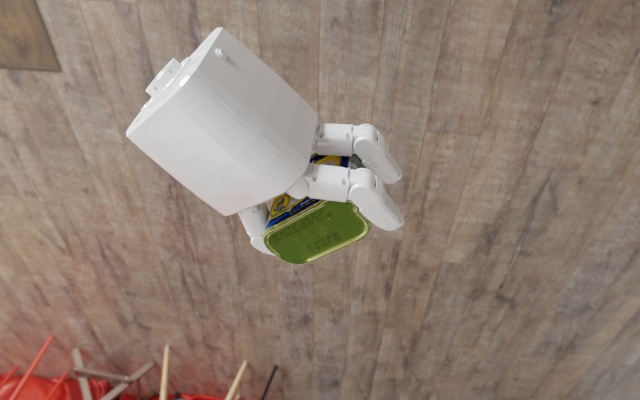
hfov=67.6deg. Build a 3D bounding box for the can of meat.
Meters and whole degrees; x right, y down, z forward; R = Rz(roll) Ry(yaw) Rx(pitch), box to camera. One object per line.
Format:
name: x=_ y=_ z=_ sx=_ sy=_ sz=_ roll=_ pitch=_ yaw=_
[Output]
can of meat: x=0.000 y=0.002 z=0.430 sx=0.102 sy=0.084 sz=0.057 roll=-29 pitch=-58 yaw=30
